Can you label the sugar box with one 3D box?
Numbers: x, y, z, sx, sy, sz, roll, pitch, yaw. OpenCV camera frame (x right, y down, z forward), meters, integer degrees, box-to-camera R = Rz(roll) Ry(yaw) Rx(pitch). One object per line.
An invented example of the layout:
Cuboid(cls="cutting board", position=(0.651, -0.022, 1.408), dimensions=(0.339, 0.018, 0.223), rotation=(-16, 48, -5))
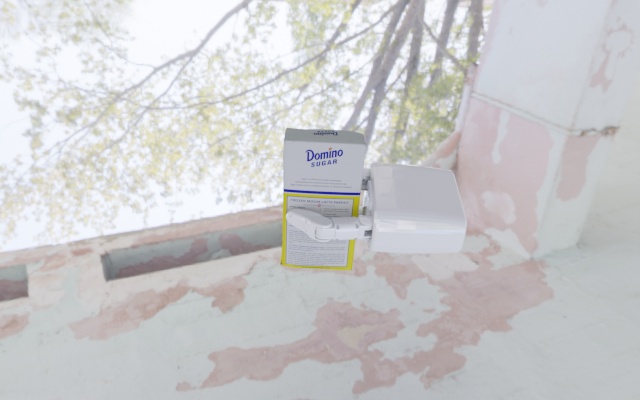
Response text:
Cuboid(cls="sugar box", position=(0.000, 0.002, 0.579), dimensions=(0.093, 0.176, 0.048), rotation=(3, 28, -2))
